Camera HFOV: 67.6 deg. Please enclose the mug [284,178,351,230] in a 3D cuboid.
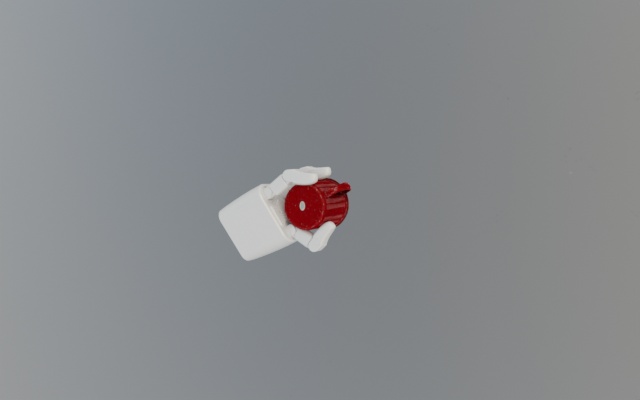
[{"bbox_3d":[0.001,0.002,0.822,0.117,0.093,0.081,-29,-10,27],"label":"mug"}]
